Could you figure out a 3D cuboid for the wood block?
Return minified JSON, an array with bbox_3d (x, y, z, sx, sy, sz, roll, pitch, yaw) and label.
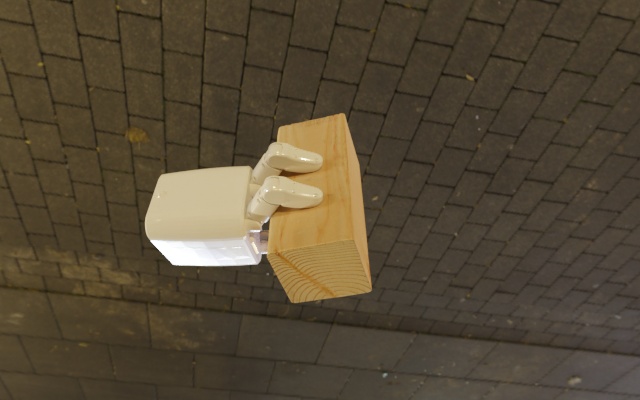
[{"bbox_3d":[0.000,0.002,0.553,0.090,0.206,0.091,-11,-46,10],"label":"wood block"}]
